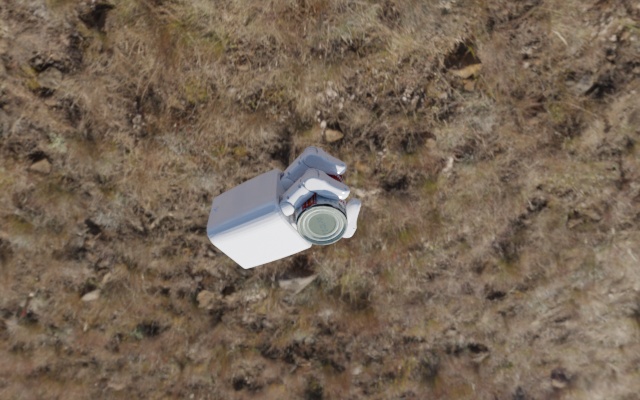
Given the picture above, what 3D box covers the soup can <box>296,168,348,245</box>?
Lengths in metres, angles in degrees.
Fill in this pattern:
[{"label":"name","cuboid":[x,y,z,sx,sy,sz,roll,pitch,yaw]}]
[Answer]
[{"label":"soup can","cuboid":[0.001,0.002,0.642,0.068,0.069,0.102,0,37,-2]}]
